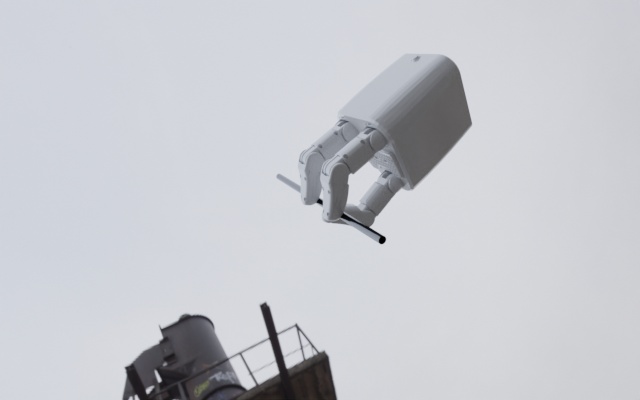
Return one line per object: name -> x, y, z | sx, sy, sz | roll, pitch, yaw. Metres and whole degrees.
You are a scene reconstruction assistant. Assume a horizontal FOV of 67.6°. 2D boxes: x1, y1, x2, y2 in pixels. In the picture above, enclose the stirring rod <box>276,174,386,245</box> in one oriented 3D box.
stirring rod -> 0.000, 0.002, 0.517 | 0.011, 0.011, 0.239 | 0, 16, -28
